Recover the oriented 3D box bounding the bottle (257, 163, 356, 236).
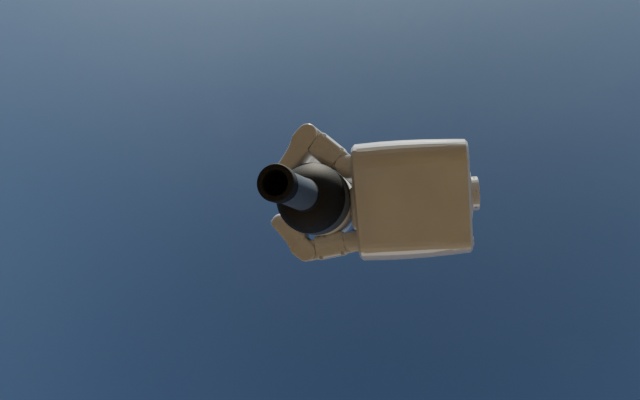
[{"bbox_3d":[0.000,0.002,0.476,0.069,0.069,0.296,0,-5,13],"label":"bottle"}]
